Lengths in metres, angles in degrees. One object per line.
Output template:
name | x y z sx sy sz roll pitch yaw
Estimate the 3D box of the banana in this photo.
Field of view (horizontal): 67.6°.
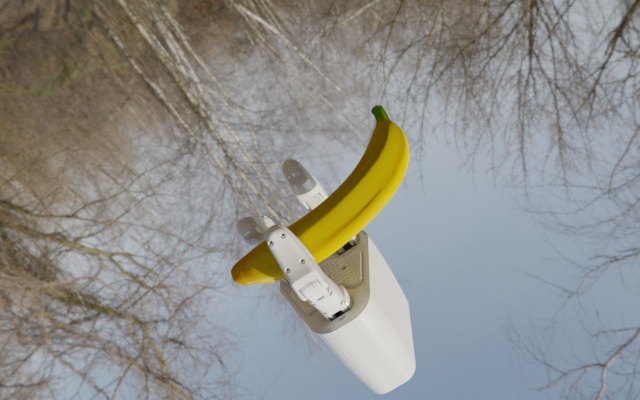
banana | 0.013 0.004 0.386 0.069 0.197 0.037 25 -22 52
